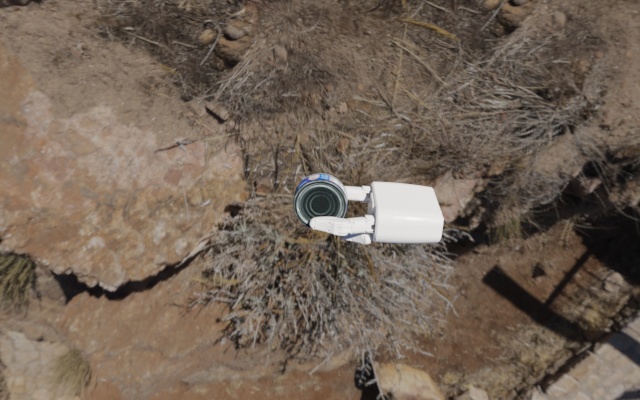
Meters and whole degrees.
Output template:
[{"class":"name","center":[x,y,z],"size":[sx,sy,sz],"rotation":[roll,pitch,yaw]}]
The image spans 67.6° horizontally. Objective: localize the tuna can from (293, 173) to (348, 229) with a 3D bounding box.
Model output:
[{"class":"tuna can","center":[0.000,0.003,0.751],"size":[0.086,0.086,0.033],"rotation":[0,21,2]}]
